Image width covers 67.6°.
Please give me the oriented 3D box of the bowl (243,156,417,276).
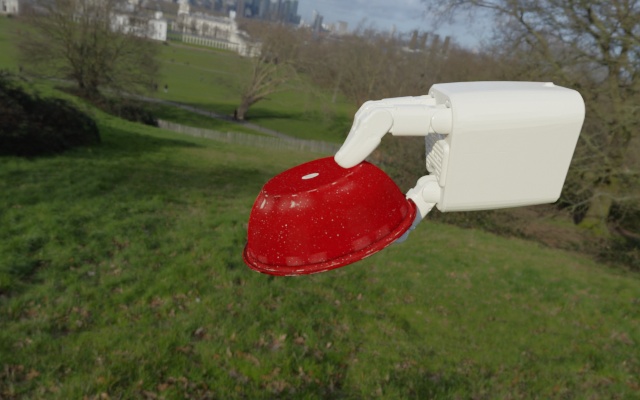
[{"bbox_3d":[-0.001,0.001,0.422,0.162,0.055,0.162,-16,19,6],"label":"bowl"}]
